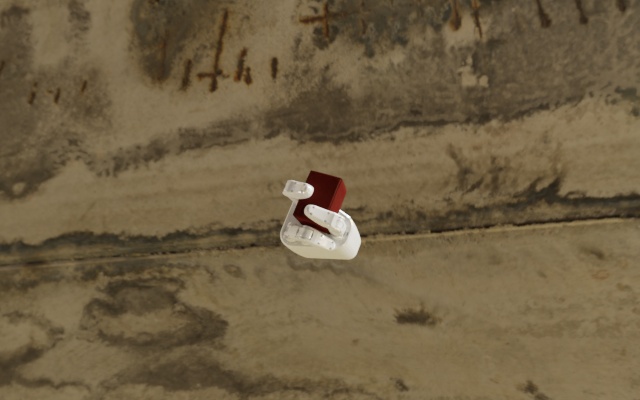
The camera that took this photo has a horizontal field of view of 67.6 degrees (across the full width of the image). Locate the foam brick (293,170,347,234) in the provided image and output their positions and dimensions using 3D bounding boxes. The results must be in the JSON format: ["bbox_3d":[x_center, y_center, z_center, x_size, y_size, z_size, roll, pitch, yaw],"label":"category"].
[{"bbox_3d":[0.000,0.002,0.727,0.053,0.078,0.051,18,-13,19],"label":"foam brick"}]
